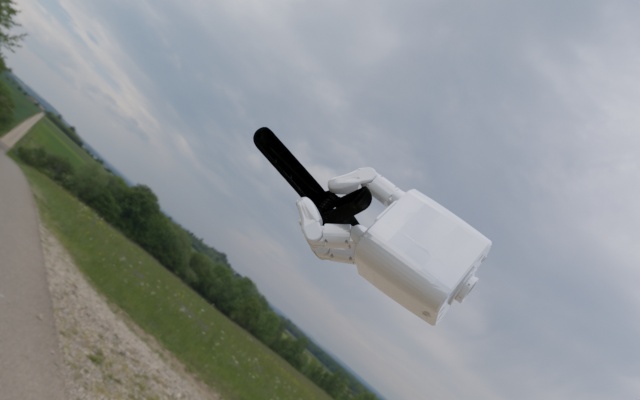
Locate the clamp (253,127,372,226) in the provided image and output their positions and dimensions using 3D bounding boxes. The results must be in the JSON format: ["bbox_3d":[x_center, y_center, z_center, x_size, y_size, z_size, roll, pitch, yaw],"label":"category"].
[{"bbox_3d":[0.001,0.002,0.580,0.164,0.036,0.210,37,-16,24],"label":"clamp"}]
